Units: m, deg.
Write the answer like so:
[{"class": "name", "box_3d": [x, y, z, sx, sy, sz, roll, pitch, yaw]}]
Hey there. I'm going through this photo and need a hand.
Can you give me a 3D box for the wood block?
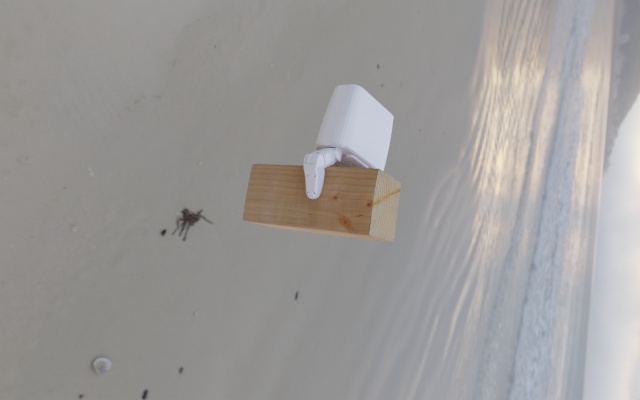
[{"class": "wood block", "box_3d": [0.000, 0.002, 0.697, 0.206, 0.090, 0.091, 4, -9, 30]}]
